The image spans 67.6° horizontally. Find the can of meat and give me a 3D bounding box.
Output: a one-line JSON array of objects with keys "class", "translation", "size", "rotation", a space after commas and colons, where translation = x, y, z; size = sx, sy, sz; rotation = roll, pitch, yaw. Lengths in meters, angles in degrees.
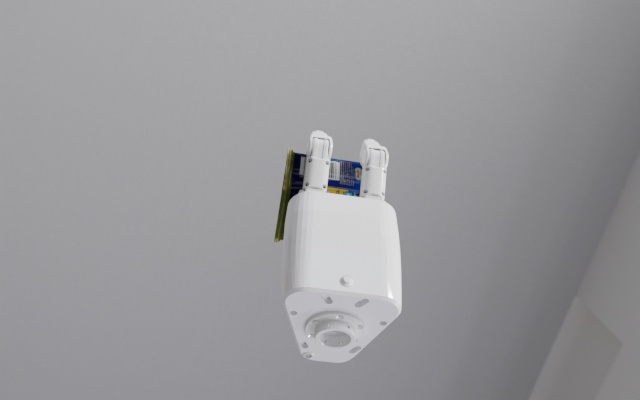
[{"class": "can of meat", "translation": [0.000, 0.002, 0.498], "size": [0.084, 0.102, 0.057], "rotation": [8, 41, -5]}]
